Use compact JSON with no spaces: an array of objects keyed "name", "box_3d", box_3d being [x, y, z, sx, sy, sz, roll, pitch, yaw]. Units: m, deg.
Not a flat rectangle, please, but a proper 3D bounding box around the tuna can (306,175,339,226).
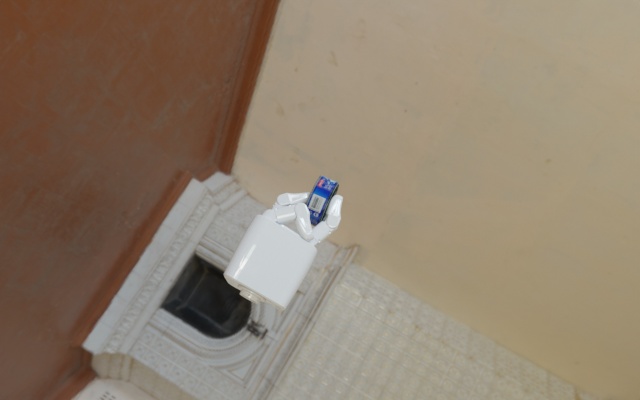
[{"name":"tuna can","box_3d":[0.001,0.003,0.809,0.034,0.086,0.086,23,3,6]}]
